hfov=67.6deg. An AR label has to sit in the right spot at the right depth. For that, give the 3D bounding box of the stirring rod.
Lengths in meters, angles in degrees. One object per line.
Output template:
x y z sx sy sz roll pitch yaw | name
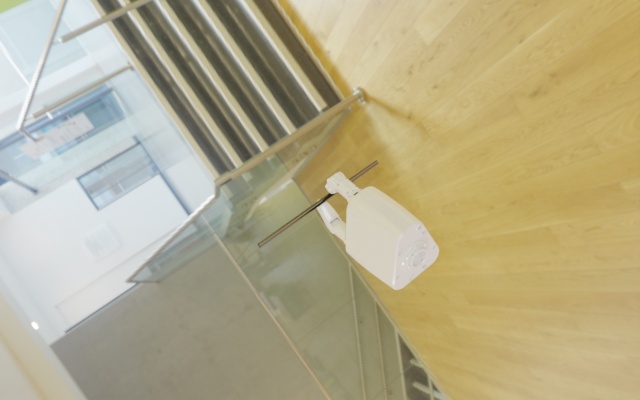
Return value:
0.000 0.002 0.762 0.239 0.011 0.011 -35 11 -16 | stirring rod
